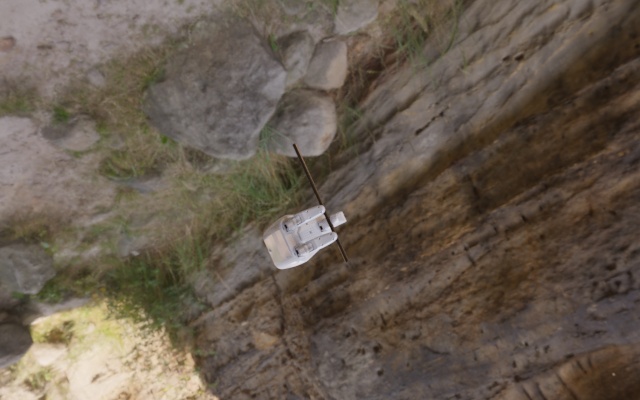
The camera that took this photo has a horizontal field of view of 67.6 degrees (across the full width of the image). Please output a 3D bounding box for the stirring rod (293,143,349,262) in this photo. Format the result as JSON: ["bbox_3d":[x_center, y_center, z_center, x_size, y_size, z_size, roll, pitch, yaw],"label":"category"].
[{"bbox_3d":[0.000,0.003,0.888,0.011,0.239,0.011,-24,-5,-2],"label":"stirring rod"}]
